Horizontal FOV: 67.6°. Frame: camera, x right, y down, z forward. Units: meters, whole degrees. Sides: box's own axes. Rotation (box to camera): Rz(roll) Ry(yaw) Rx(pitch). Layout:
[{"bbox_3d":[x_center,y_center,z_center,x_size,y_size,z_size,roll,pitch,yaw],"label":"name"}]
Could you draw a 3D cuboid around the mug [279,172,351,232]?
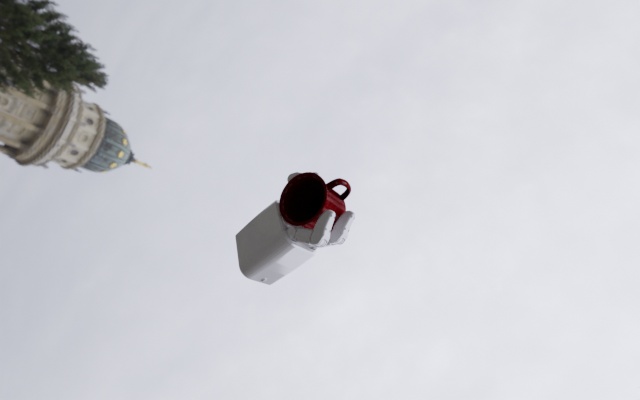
[{"bbox_3d":[0.001,0.002,0.805,0.117,0.093,0.081,-36,-34,15],"label":"mug"}]
